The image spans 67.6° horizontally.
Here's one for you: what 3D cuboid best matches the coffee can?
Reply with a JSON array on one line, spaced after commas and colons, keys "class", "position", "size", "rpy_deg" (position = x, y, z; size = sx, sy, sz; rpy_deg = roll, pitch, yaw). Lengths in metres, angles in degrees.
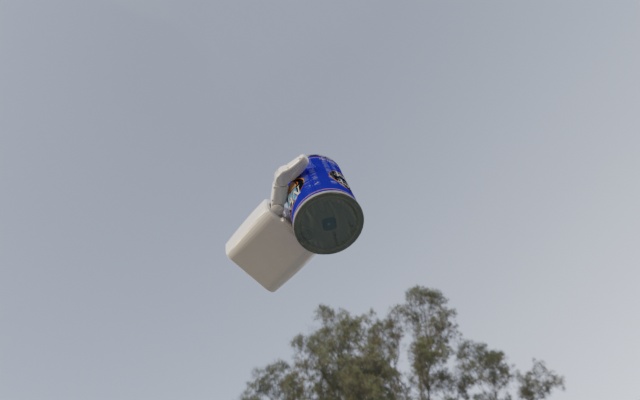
[{"class": "coffee can", "position": [0.000, 0.002, 0.735], "size": [0.103, 0.103, 0.140], "rpy_deg": [0, 27, -11]}]
